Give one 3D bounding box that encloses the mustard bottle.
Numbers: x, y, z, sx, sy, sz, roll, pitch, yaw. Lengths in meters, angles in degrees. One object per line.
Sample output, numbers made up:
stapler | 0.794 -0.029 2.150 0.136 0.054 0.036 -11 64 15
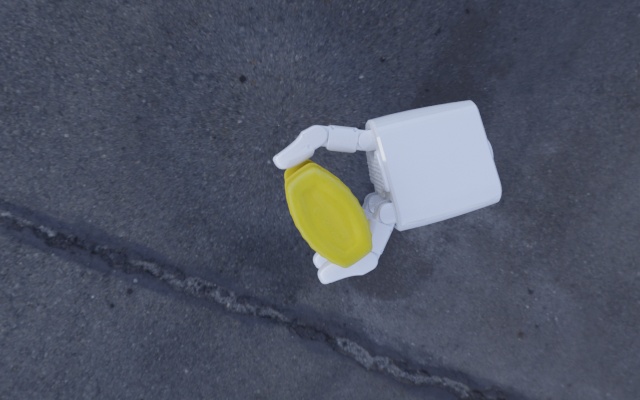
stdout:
mustard bottle | 0.000 0.002 0.501 0.058 0.096 0.191 -37 10 1
